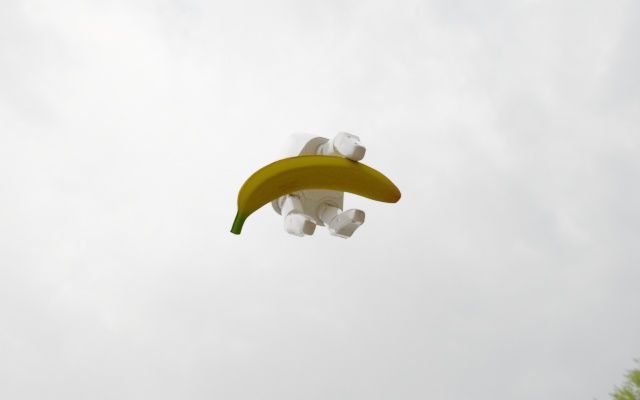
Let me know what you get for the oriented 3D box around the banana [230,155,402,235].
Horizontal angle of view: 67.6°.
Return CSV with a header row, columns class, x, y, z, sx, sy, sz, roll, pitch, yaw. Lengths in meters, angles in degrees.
class,x,y,z,sx,sy,sz,roll,pitch,yaw
banana,-0.005,-0.016,0.513,0.198,0.069,0.037,-10,11,-18
